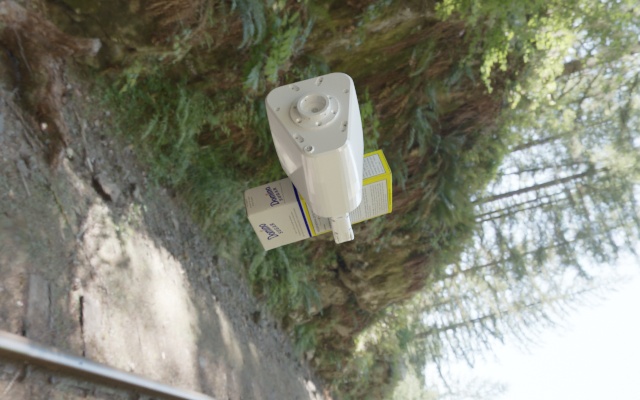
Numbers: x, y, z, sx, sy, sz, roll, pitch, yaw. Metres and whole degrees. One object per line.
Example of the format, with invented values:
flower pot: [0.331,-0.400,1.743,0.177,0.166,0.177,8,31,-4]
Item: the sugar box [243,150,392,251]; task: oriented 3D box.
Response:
sugar box: [0.000,0.001,0.599,0.176,0.048,0.093,-14,-34,0]
